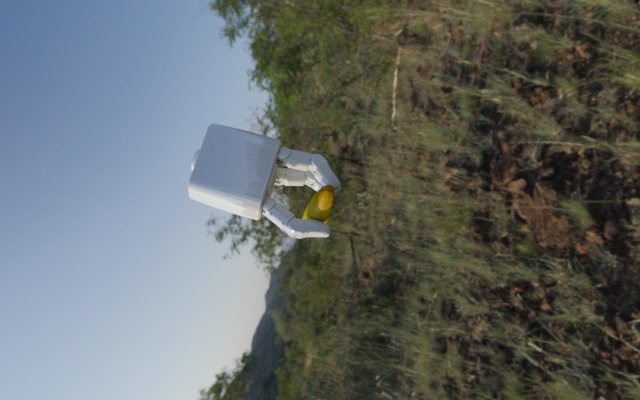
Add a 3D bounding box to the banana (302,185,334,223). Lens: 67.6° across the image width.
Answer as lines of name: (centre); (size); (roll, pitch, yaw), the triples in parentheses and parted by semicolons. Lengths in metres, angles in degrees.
banana: (-0.006, 0.020, 0.731); (0.037, 0.069, 0.198); (19, -7, 0)
